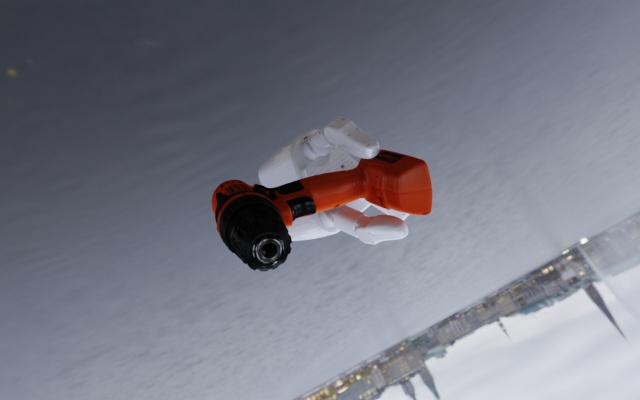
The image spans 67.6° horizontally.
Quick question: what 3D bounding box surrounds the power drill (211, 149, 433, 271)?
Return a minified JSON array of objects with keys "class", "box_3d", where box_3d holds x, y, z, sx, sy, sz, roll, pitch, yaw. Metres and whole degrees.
[{"class":"power drill","box_3d":[0.000,0.001,0.426,0.187,0.057,0.184,-11,16,-16]}]
